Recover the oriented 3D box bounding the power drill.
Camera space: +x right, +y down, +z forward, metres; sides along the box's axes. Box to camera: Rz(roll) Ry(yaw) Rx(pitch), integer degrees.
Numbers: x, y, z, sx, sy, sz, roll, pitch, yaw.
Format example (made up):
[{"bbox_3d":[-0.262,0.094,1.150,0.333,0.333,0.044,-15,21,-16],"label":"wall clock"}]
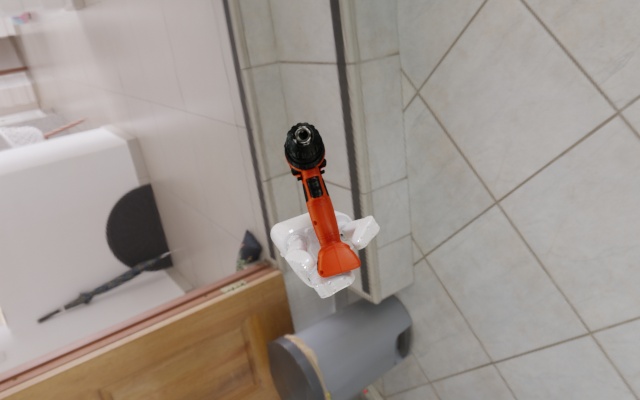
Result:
[{"bbox_3d":[0.000,0.003,0.617,0.057,0.187,0.184,-15,-6,0],"label":"power drill"}]
